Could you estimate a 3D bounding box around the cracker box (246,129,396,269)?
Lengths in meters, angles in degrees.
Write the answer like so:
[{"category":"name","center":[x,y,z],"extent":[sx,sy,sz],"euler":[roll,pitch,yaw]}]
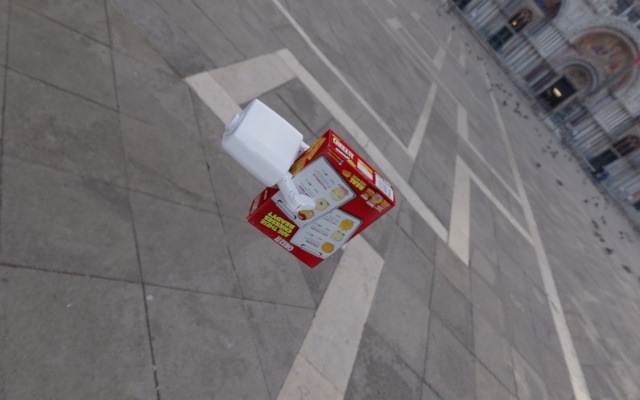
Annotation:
[{"category":"cracker box","center":[0.000,0.003,0.852],"extent":[0.214,0.164,0.072],"euler":[-40,23,27]}]
